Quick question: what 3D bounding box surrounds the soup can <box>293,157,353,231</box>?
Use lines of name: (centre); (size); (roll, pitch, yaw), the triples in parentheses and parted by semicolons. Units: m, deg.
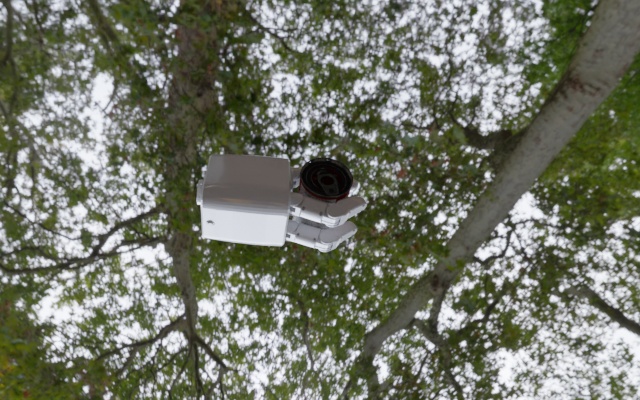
soup can: (0.001, 0.002, 0.640); (0.068, 0.068, 0.102); (0, -40, -12)
